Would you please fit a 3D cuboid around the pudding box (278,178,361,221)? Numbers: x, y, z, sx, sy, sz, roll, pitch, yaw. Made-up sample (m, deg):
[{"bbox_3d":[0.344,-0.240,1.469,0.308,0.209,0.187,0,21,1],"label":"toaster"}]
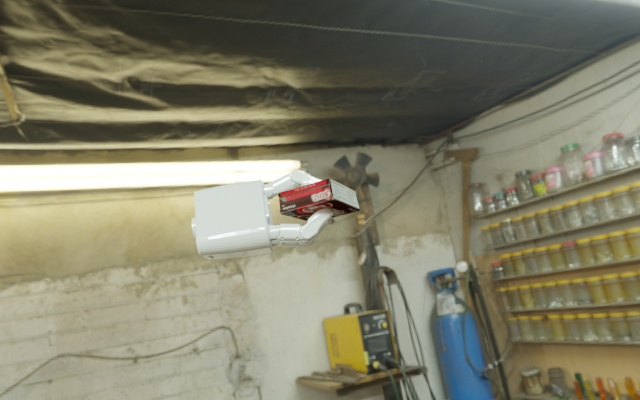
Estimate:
[{"bbox_3d":[0.000,0.002,0.745,0.090,0.039,0.113,-14,-13,23],"label":"pudding box"}]
